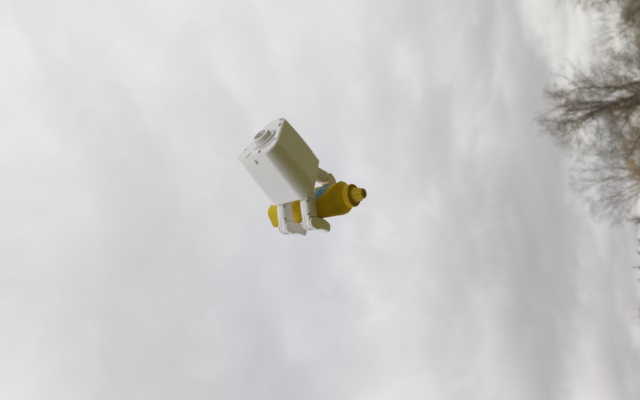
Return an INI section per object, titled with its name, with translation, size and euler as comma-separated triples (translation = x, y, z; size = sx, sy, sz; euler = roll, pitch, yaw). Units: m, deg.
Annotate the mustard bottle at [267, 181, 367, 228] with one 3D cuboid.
[mustard bottle]
translation = 0.000, 0.003, 0.865
size = 0.191, 0.058, 0.096
euler = -13, 14, 38
